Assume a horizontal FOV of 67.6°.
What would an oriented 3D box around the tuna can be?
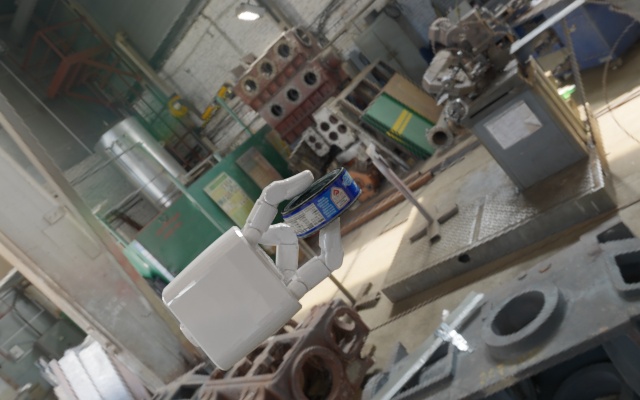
[{"bbox_3d":[0.000,0.001,0.510,0.086,0.034,0.086,-36,9,7],"label":"tuna can"}]
